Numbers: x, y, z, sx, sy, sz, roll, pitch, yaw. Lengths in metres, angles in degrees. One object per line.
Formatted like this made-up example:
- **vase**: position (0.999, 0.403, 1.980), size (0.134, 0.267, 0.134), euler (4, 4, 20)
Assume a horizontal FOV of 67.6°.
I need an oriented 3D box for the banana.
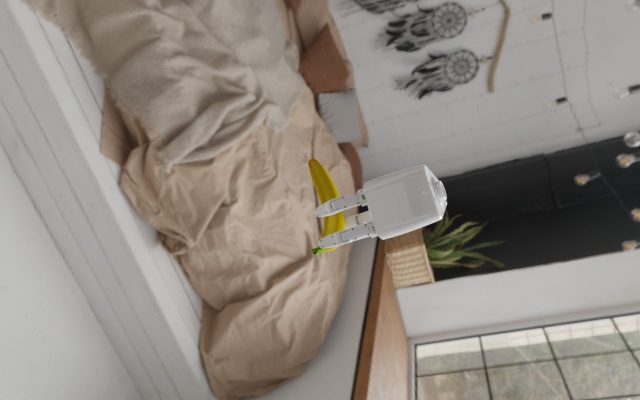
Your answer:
- **banana**: position (0.012, 0.013, 0.868), size (0.037, 0.197, 0.070), euler (-26, -38, 30)
